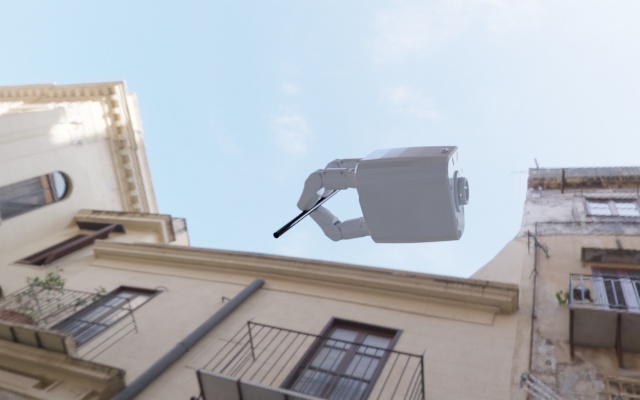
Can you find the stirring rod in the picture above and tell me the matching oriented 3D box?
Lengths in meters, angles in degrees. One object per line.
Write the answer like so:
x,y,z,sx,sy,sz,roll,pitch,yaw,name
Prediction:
0.000,0.002,0.636,0.011,0.011,0.239,0,18,26,stirring rod
